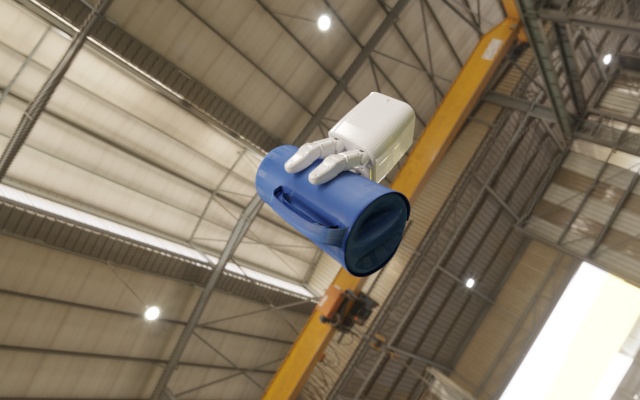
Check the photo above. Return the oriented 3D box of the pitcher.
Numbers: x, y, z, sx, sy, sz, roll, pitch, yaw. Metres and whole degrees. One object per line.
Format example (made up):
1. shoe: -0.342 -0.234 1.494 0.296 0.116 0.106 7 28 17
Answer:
1. pitcher: 0.000 0.002 0.727 0.242 0.145 0.149 32 -20 40
